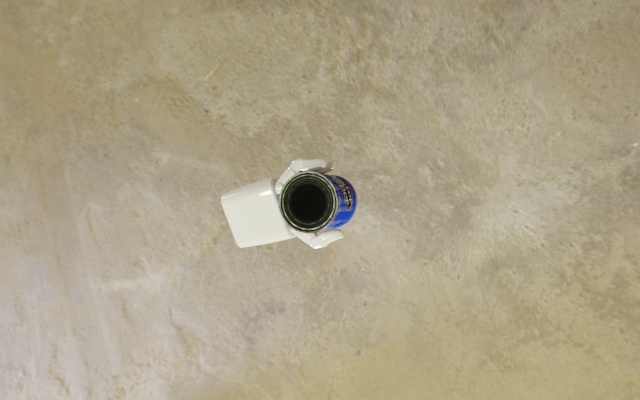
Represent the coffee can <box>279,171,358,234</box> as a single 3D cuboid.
[{"bbox_3d":[0.000,0.003,0.840,0.103,0.103,0.140,0,0,18],"label":"coffee can"}]
